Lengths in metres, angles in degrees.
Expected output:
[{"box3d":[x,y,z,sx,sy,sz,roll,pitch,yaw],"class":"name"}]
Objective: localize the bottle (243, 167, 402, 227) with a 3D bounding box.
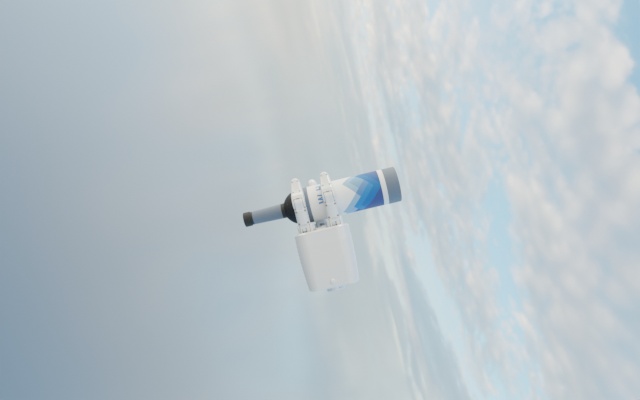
[{"box3d":[0.000,0.003,0.896,0.296,0.069,0.069,-13,-1,2],"class":"bottle"}]
